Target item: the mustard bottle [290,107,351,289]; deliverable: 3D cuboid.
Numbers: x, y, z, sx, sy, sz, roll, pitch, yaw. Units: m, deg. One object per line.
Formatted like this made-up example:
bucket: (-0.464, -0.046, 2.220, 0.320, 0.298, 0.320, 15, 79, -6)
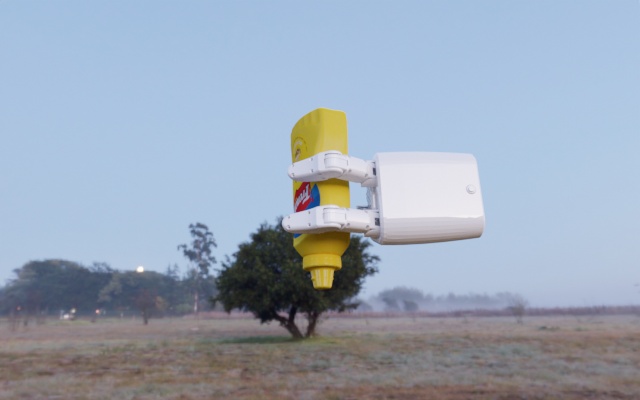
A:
mustard bottle: (0.000, 0.001, 0.532, 0.058, 0.191, 0.096, 6, -20, -24)
